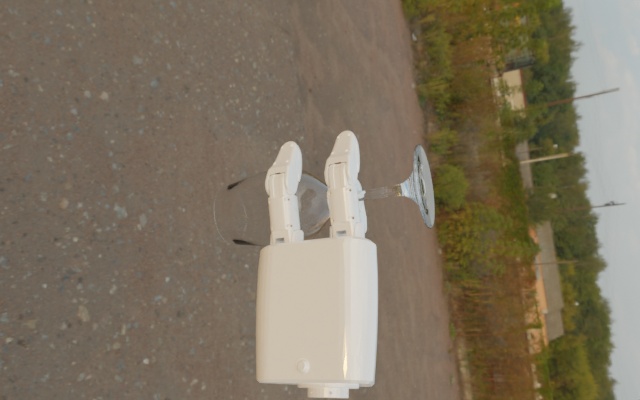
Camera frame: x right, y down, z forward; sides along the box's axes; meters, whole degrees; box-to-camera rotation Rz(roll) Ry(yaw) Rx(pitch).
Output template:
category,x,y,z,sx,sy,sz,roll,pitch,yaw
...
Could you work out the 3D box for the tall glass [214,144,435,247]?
category,x,y,z,sx,sy,sz,roll,pitch,yaw
tall glass,0.001,0.001,0.451,0.201,0.079,0.079,-8,-3,22
